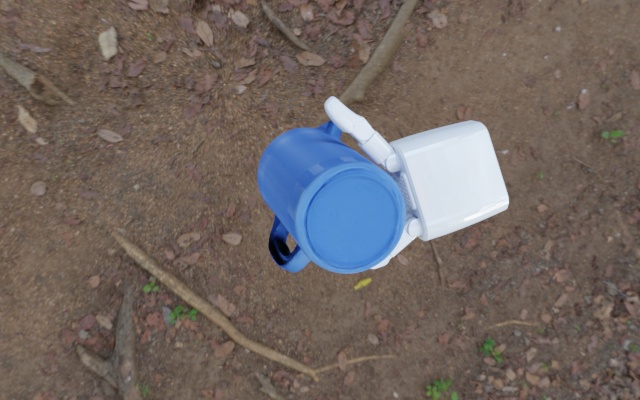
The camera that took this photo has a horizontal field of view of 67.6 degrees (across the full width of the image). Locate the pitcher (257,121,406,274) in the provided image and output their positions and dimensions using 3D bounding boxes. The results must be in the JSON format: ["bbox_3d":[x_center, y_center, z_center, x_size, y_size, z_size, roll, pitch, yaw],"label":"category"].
[{"bbox_3d":[0.000,0.002,0.548,0.145,0.149,0.242,-18,16,-8],"label":"pitcher"}]
